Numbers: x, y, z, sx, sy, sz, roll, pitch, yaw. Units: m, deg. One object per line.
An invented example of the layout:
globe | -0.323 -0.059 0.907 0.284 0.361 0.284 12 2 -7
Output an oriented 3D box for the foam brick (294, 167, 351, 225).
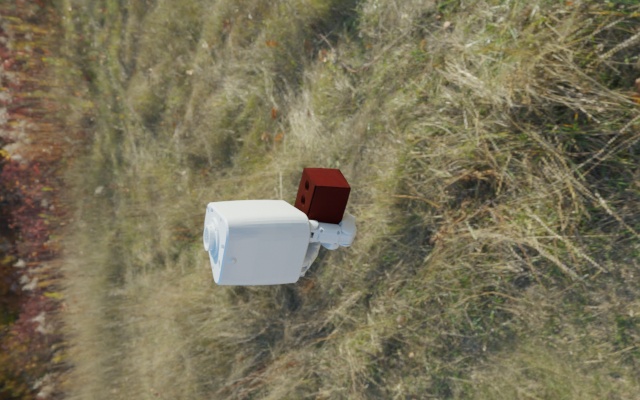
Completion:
foam brick | 0.000 0.002 0.630 0.051 0.078 0.053 4 29 -21
